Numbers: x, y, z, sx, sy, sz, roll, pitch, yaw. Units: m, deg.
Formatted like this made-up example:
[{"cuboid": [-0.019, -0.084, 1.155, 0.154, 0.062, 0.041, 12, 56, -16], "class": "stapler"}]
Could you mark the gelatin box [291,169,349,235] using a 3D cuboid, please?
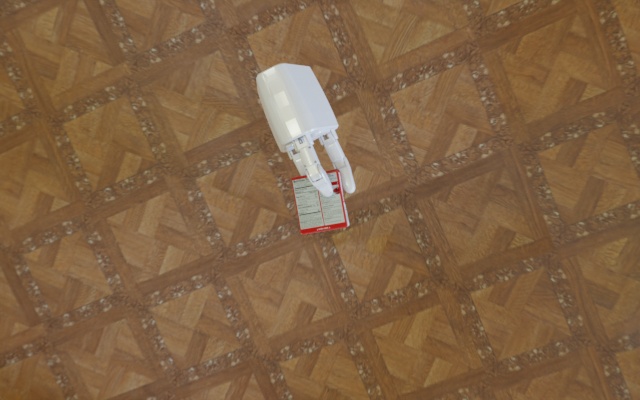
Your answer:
[{"cuboid": [0.000, 0.003, 0.725, 0.073, 0.089, 0.030, -10, -1, 9], "class": "gelatin box"}]
